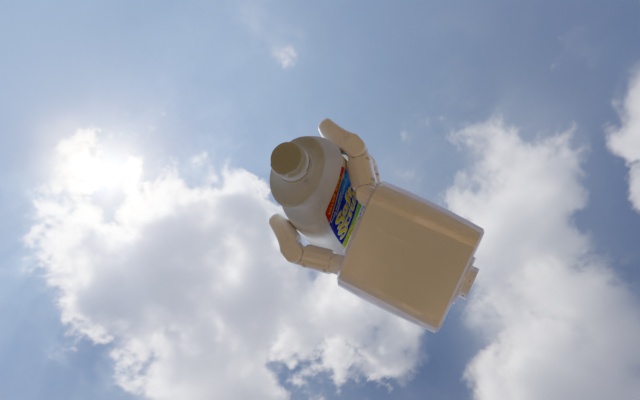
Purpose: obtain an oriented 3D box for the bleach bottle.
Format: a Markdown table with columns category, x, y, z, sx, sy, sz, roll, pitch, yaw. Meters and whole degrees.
| category | x | y | z | sx | sy | sz | roll | pitch | yaw |
| --- | --- | --- | --- | --- | --- | --- | --- | --- | --- |
| bleach bottle | 0.000 | 0.002 | 0.510 | 0.068 | 0.102 | 0.251 | 24 | -6 | 19 |
